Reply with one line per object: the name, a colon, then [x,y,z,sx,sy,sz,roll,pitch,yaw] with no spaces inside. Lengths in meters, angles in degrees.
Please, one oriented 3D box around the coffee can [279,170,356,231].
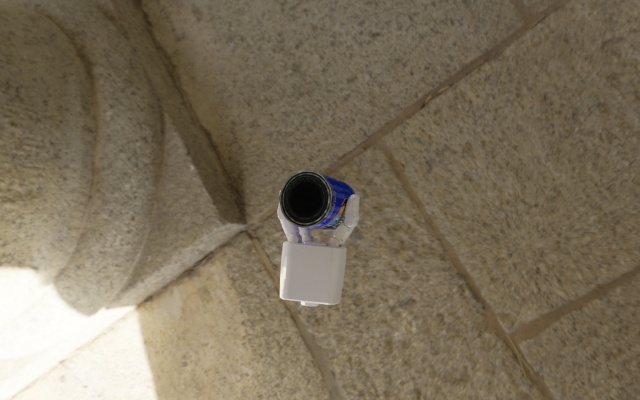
coffee can: [0.000,0.003,0.896,0.103,0.103,0.140,0,-5,23]
